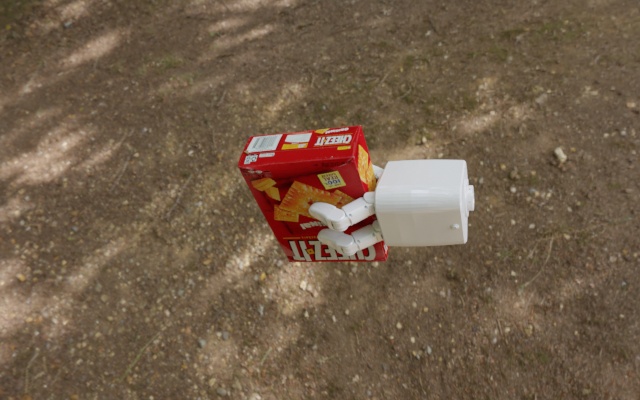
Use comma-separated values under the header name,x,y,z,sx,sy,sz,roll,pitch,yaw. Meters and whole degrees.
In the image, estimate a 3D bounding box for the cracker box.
name,x,y,z,sx,sy,sz,roll,pitch,yaw
cracker box,0.000,0.002,0.682,0.164,0.072,0.214,-3,-45,20
